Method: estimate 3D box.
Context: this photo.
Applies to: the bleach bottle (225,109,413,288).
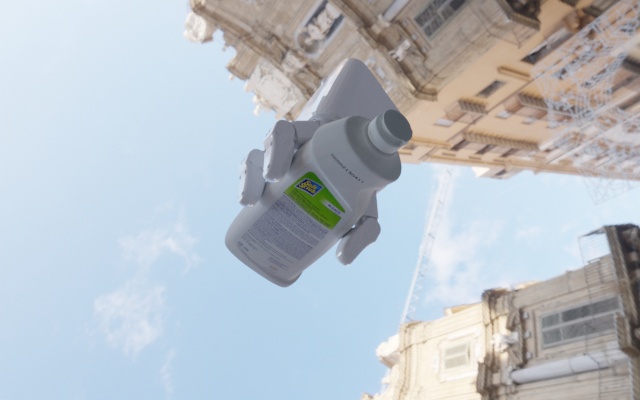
[{"bbox_3d":[0.000,0.001,0.456,0.102,0.068,0.251,36,-41,-13],"label":"bleach bottle"}]
